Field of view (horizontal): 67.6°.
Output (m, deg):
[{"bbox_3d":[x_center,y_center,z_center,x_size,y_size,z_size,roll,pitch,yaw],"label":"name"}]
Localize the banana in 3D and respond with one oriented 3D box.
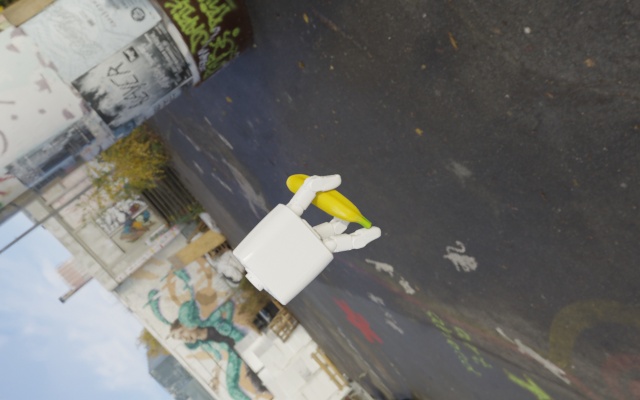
[{"bbox_3d":[-0.004,-0.007,0.797,0.197,0.037,0.070,32,-18,39],"label":"banana"}]
